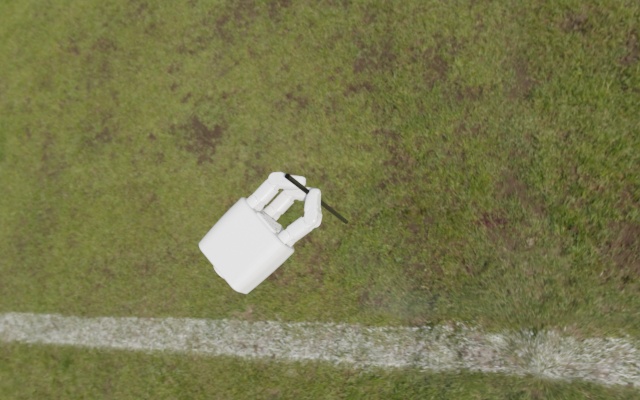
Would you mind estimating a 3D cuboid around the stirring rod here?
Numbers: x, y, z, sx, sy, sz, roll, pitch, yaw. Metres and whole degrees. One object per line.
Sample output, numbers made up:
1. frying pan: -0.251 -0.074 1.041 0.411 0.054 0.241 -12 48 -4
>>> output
1. stirring rod: 0.000 0.003 0.786 0.011 0.011 0.240 0 -18 25
